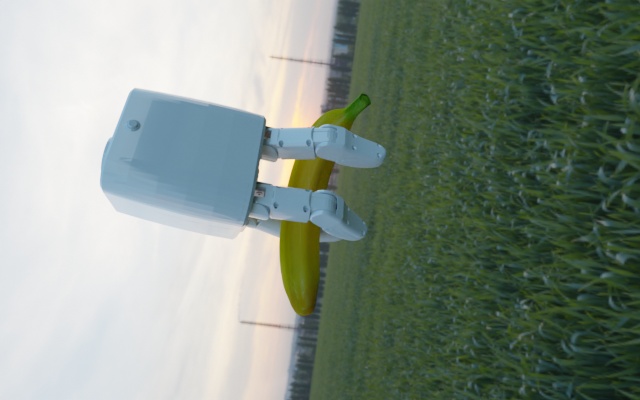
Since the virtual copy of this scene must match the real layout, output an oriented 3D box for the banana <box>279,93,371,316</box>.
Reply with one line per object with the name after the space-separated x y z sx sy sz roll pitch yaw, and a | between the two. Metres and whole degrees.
-0.007 -0.001 0.423 0.037 0.197 0.069 19 -12 -24 | banana
